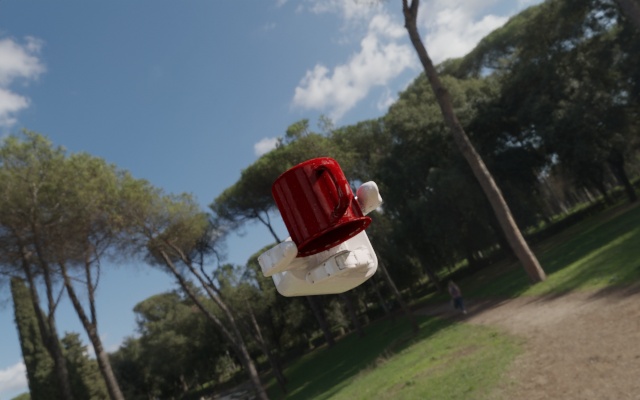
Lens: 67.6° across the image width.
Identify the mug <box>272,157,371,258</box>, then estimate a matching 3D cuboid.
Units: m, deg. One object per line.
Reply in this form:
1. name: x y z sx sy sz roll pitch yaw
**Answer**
1. mug: 0.000 0.001 0.513 0.093 0.081 0.117 -18 -18 -23
